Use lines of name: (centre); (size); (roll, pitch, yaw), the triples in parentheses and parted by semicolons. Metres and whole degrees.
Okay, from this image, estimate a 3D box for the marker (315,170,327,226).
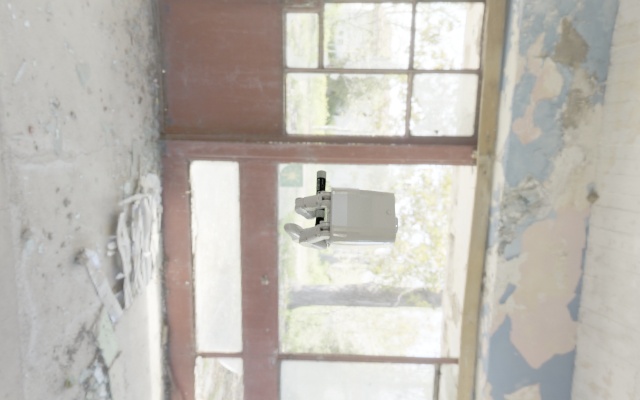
marker: (0.000, 0.003, 0.842); (0.020, 0.121, 0.020); (2, -26, 1)
